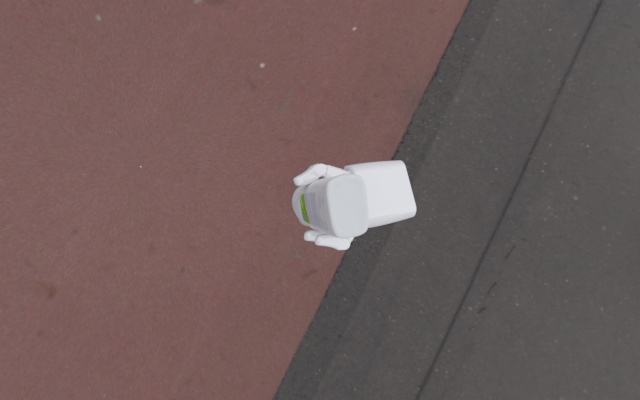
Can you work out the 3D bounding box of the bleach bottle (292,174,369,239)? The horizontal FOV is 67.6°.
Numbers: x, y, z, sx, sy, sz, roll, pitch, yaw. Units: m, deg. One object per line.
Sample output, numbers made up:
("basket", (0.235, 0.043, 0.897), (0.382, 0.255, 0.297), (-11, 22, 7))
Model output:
("bleach bottle", (0.000, 0.003, 0.841), (0.068, 0.102, 0.251), (-10, 7, -20))
